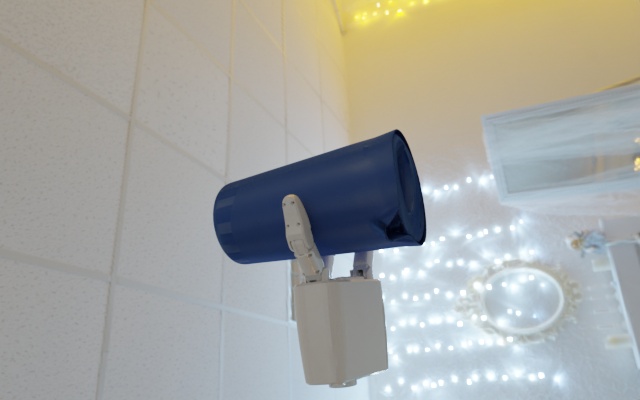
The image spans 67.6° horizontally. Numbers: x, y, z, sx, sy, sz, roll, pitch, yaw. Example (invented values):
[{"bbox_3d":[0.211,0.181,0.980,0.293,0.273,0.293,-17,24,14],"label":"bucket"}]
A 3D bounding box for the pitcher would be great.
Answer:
[{"bbox_3d":[0.000,0.002,0.584,0.243,0.145,0.149,-12,-13,22],"label":"pitcher"}]
